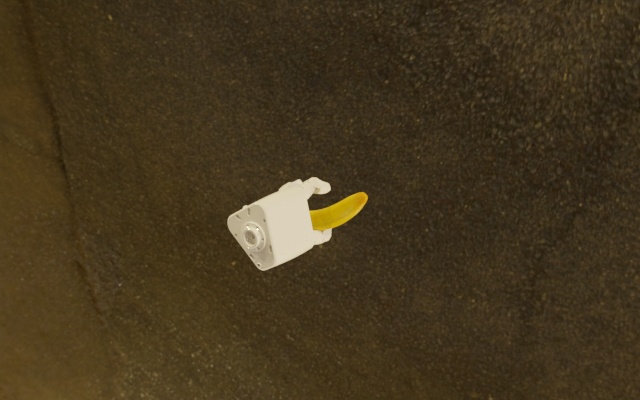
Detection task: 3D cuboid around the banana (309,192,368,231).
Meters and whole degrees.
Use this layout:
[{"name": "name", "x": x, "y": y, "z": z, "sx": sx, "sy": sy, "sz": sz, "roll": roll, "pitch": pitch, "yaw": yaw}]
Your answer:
[{"name": "banana", "x": -0.003, "y": 0.022, "z": 0.864, "sx": 0.198, "sy": 0.069, "sz": 0.037, "roll": -1, "pitch": -1, "yaw": 37}]
